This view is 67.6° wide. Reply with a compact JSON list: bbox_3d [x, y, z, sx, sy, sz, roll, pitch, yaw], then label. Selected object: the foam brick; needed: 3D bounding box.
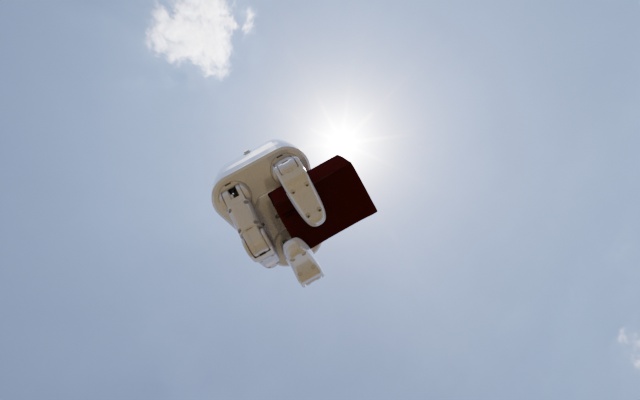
[{"bbox_3d":[0.000,0.001,0.427,0.078,0.053,0.051,-29,17,-3],"label":"foam brick"}]
